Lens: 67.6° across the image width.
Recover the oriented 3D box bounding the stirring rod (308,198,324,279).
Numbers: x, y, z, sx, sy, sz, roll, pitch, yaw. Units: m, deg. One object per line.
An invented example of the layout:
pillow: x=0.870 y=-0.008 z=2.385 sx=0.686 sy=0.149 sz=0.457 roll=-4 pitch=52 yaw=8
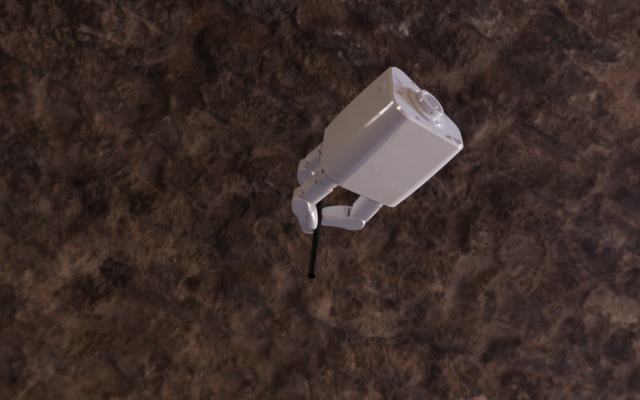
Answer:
stirring rod: x=0.000 y=0.002 z=0.595 sx=0.011 sy=0.011 sz=0.239 roll=0 pitch=41 yaw=6
